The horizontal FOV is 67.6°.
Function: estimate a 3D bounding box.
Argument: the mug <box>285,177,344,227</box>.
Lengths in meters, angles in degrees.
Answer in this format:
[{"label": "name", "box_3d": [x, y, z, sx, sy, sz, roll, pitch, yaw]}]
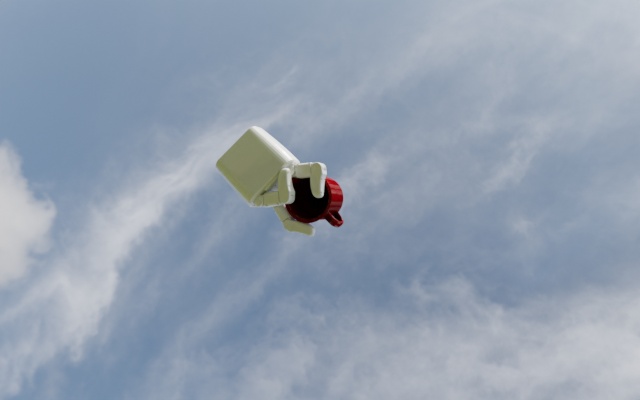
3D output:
[{"label": "mug", "box_3d": [0.001, 0.004, 0.874, 0.117, 0.093, 0.081, 46, 15, 17]}]
